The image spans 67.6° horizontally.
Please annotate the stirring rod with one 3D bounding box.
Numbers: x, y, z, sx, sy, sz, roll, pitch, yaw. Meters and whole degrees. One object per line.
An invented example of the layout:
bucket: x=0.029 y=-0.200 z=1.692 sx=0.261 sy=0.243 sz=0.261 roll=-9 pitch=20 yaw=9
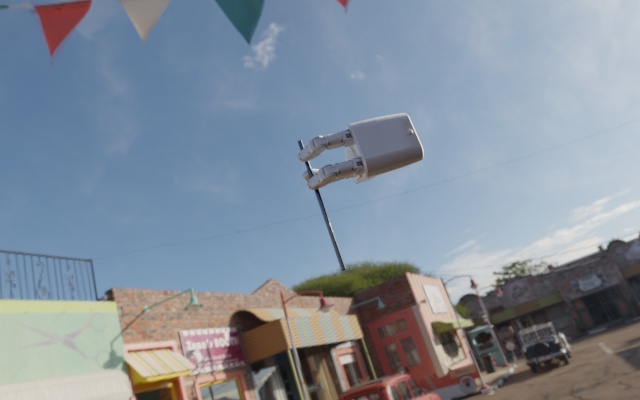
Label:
stirring rod: x=0.000 y=0.003 z=0.794 sx=0.011 sy=0.239 sz=0.011 roll=-16 pitch=-21 yaw=-6
